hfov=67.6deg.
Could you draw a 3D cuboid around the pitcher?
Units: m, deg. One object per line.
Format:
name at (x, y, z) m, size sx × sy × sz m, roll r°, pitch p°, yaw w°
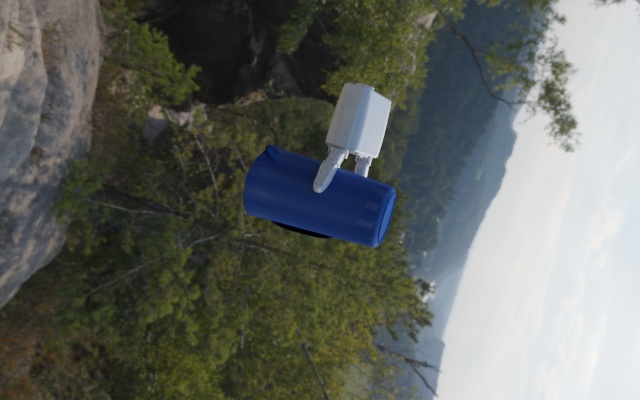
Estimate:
pitcher at (0.000, 0.003, 0.833) m, size 0.243 × 0.145 × 0.149 m, roll 17°, pitch 3°, yaw 16°
